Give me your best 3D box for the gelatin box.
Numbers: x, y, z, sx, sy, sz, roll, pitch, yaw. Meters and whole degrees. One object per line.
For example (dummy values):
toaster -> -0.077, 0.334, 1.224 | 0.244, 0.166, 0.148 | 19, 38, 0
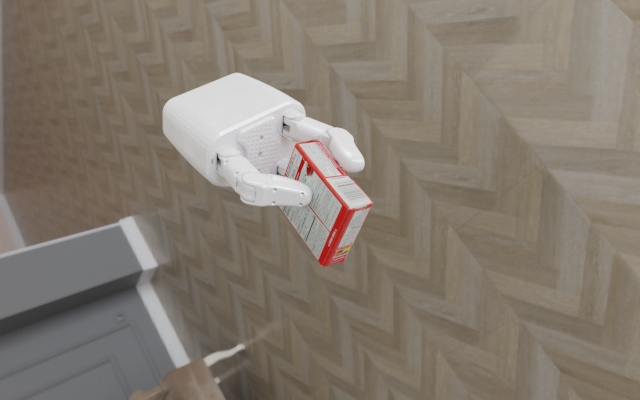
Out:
gelatin box -> 0.000, 0.002, 0.423 | 0.030, 0.073, 0.089 | -12, 50, -35
